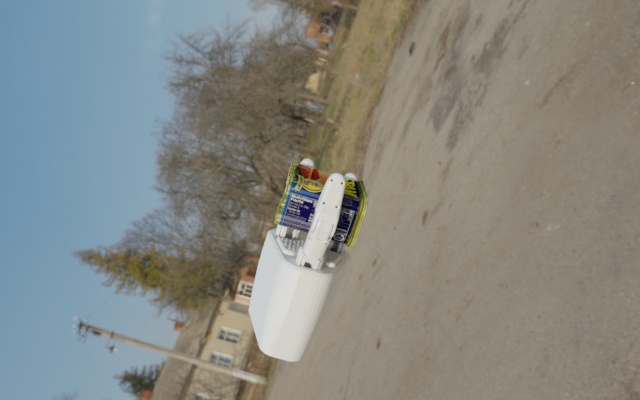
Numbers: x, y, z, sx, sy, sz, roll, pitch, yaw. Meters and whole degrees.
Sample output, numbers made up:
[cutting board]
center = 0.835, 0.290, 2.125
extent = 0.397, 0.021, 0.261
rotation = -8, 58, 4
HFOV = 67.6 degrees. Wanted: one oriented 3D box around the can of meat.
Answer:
[can of meat]
center = 0.000, 0.002, 0.514
extent = 0.084, 0.057, 0.102
rotation = 16, 17, -4
